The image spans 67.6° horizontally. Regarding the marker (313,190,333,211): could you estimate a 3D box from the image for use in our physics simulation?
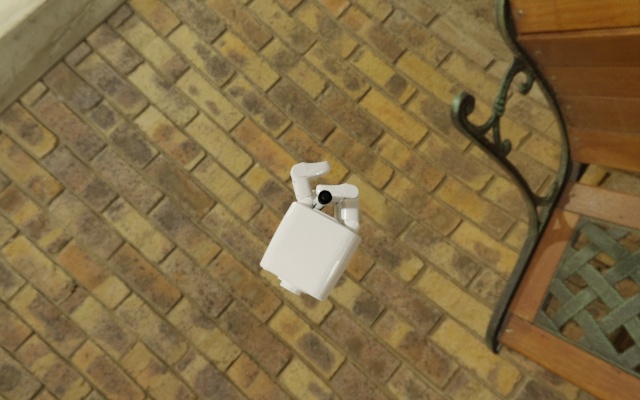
[{"bbox_3d":[0.000,0.002,0.670,0.020,0.020,0.121,0,-7,-7],"label":"marker"}]
